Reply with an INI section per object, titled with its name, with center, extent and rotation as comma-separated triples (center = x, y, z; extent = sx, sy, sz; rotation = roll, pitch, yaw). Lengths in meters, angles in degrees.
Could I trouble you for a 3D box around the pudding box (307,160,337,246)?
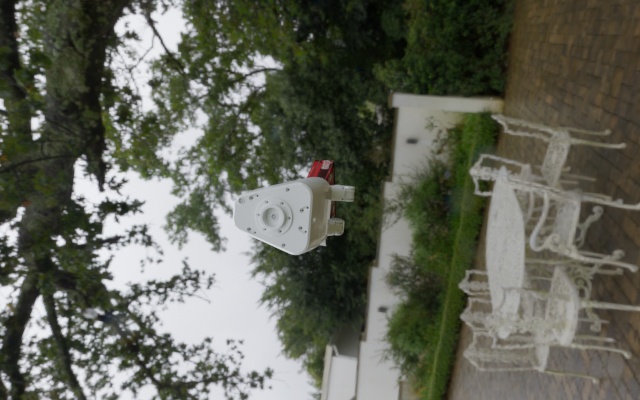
[pudding box]
center = 0.000, 0.003, 0.777
extent = 0.039, 0.114, 0.090
rotation = 6, 34, 12
